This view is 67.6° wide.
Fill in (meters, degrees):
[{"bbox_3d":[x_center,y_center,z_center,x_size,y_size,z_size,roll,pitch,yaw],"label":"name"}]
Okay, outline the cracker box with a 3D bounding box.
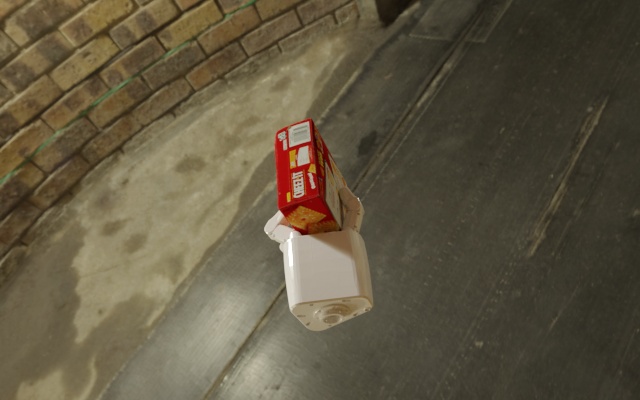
[{"bbox_3d":[0.000,0.002,0.770,0.072,0.164,0.214,-17,-41,13],"label":"cracker box"}]
